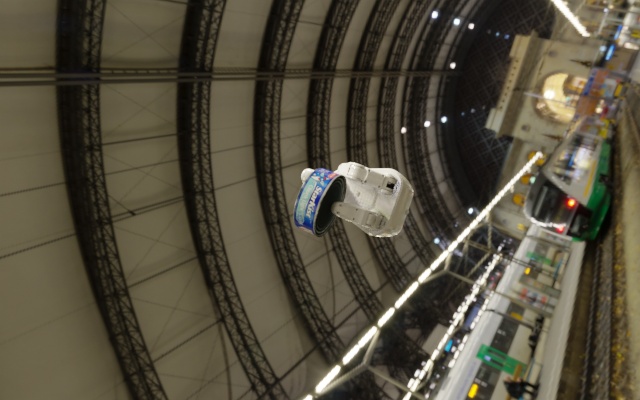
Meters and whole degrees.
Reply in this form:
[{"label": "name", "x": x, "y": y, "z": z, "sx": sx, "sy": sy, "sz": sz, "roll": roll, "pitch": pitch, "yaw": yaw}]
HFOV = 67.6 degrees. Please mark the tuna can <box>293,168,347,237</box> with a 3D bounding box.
[{"label": "tuna can", "x": 0.000, "y": 0.002, "z": 0.619, "sx": 0.033, "sy": 0.086, "sz": 0.086, "roll": 22, "pitch": 8, "yaw": 20}]
